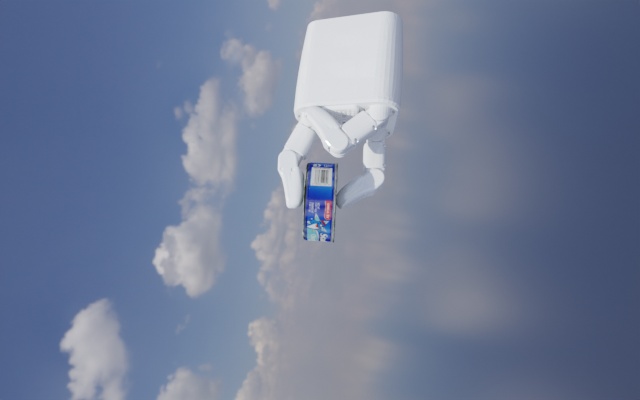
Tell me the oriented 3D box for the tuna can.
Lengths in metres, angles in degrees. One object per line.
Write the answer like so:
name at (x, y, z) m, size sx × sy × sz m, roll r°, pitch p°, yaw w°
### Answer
tuna can at (-0.001, 0.002, 0.514) m, size 0.034 × 0.086 × 0.086 m, roll 3°, pitch 0°, yaw 1°
